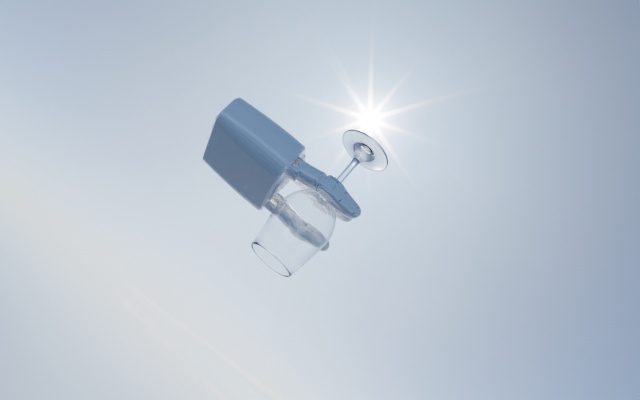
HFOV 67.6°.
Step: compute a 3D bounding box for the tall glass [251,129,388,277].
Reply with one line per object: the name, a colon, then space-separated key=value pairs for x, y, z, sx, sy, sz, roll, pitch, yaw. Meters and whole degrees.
tall glass: x=0.001 y=0.002 z=0.608 sx=0.079 sy=0.201 sz=0.079 roll=33 pitch=-23 yaw=17
